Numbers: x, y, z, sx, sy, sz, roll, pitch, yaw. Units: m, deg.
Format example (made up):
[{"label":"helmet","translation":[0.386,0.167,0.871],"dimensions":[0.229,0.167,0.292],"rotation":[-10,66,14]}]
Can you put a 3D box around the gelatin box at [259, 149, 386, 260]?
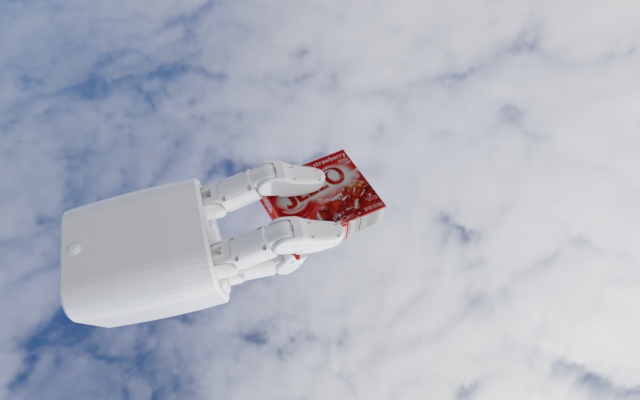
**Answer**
[{"label":"gelatin box","translation":[0.000,0.002,0.416],"dimensions":[0.089,0.073,0.030],"rotation":[-22,-32,-20]}]
